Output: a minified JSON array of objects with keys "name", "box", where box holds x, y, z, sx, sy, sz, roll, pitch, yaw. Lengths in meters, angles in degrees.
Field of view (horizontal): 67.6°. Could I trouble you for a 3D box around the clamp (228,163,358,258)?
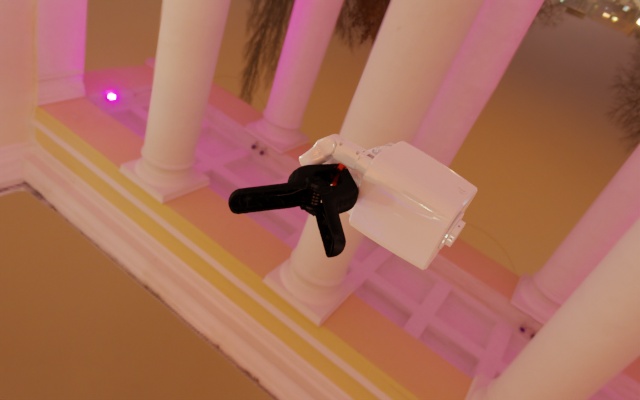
[{"name":"clamp","box":[0.000,0.002,0.501,0.120,0.039,0.171,34,33,18]}]
